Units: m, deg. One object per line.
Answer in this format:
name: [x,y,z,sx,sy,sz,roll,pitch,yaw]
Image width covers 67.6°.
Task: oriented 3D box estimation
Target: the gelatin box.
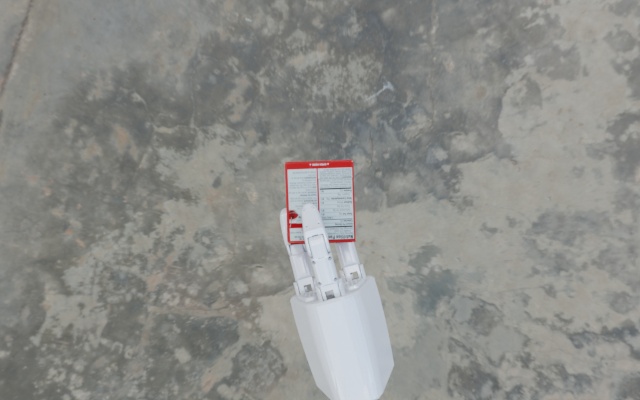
gelatin box: [0.000,0.001,0.514,0.073,0.089,0.030,-2,2,1]
